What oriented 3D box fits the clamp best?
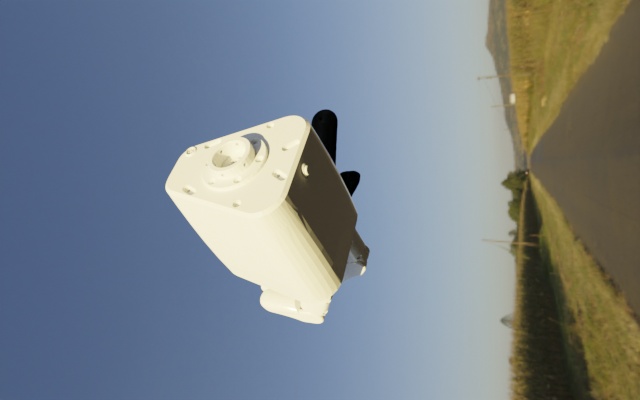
[{"bbox_3d":[-0.001,0.002,0.459,0.039,0.171,0.120,-2,-39,25],"label":"clamp"}]
